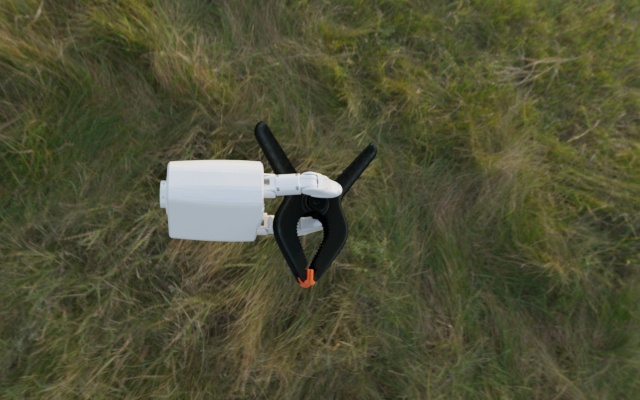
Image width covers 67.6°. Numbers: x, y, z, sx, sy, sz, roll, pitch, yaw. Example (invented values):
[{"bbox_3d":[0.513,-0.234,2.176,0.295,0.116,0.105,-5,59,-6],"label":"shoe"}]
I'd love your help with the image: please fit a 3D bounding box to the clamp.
[{"bbox_3d":[0.000,0.002,0.600,0.164,0.210,0.036,1,-17,-15],"label":"clamp"}]
